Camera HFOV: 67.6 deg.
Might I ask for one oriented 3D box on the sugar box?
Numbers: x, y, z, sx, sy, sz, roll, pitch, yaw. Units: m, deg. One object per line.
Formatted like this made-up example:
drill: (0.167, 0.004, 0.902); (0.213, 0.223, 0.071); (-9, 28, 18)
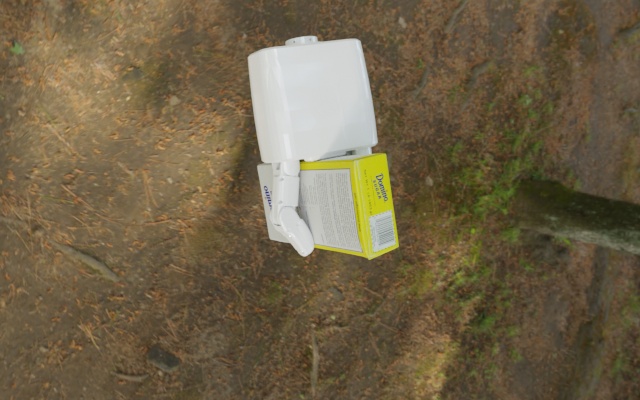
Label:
sugar box: (0.001, 0.001, 0.500); (0.048, 0.093, 0.176); (-15, 11, -33)
